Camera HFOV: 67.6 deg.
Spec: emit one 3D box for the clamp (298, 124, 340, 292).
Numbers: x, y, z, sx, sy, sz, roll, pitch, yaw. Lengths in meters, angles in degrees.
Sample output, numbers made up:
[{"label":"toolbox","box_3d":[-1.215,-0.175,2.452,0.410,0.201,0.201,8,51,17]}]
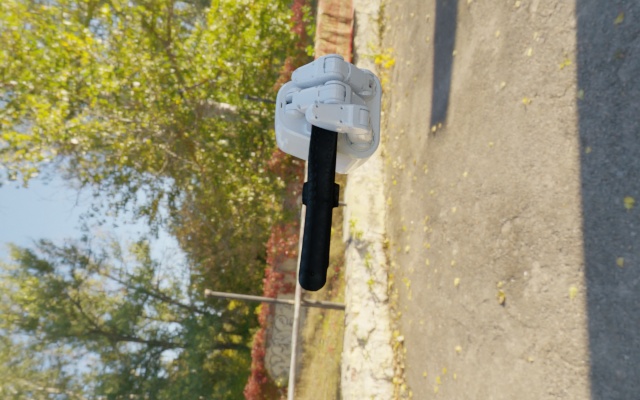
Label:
[{"label":"clamp","box_3d":[-0.001,0.001,0.473,0.039,0.171,0.120,7,-9,-3]}]
